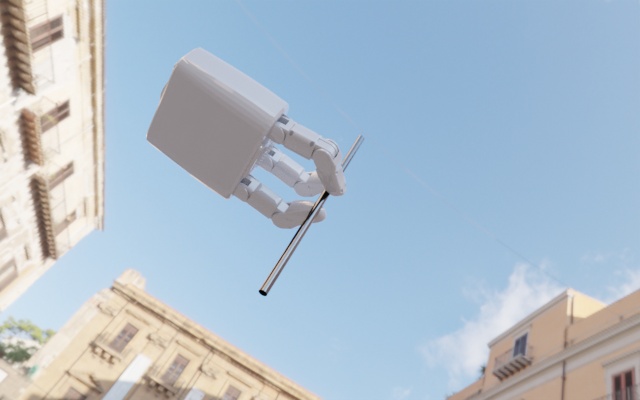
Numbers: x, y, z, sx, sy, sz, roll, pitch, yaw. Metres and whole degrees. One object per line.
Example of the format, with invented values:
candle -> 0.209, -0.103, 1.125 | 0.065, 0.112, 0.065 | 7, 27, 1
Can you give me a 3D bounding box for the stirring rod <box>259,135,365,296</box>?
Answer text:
stirring rod -> 0.000, 0.002, 0.472 | 0.011, 0.011, 0.239 | 0, 38, 30
